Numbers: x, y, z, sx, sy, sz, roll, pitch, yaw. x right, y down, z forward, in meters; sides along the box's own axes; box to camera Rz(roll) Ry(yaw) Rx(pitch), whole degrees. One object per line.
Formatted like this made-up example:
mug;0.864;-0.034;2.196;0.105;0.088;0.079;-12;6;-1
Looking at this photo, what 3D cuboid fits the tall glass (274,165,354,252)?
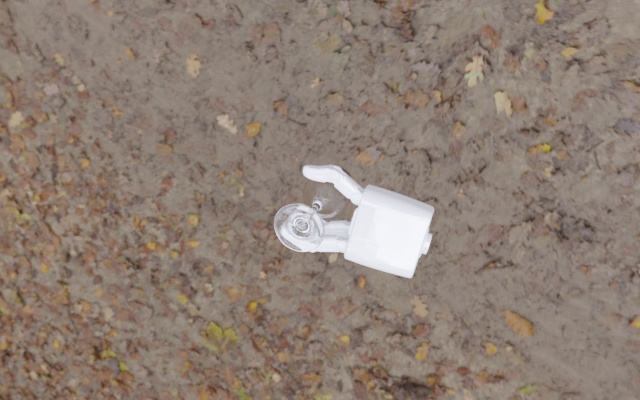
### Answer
tall glass;0.000;0.003;0.747;0.079;0.079;0.201;0;21;19
